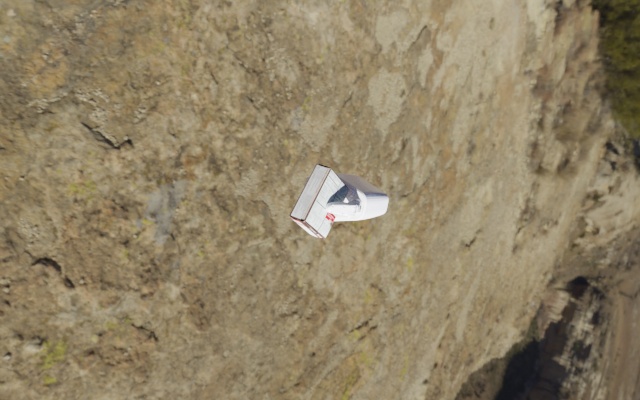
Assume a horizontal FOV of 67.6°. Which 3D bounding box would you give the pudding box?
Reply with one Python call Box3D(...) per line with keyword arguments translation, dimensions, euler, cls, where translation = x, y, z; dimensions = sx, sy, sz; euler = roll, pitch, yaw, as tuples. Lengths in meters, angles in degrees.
Box3D(translation=(0.000, 0.003, 0.873), dimensions=(0.039, 0.113, 0.090), euler=(16, -17, 34), cls="pudding box")
